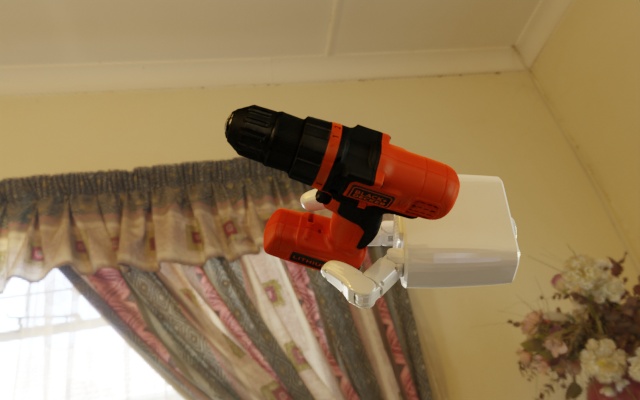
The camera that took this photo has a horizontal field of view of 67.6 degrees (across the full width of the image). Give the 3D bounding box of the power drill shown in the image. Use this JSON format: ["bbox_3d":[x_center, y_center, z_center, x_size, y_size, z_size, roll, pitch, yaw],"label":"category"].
[{"bbox_3d":[0.000,0.002,0.422,0.184,0.057,0.188,19,-29,-6],"label":"power drill"}]
